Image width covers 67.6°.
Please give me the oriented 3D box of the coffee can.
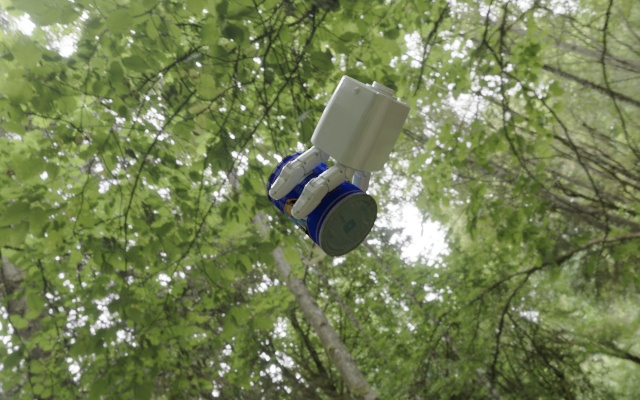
[{"bbox_3d":[0.000,0.003,0.710,0.103,0.103,0.140,0,29,-44],"label":"coffee can"}]
